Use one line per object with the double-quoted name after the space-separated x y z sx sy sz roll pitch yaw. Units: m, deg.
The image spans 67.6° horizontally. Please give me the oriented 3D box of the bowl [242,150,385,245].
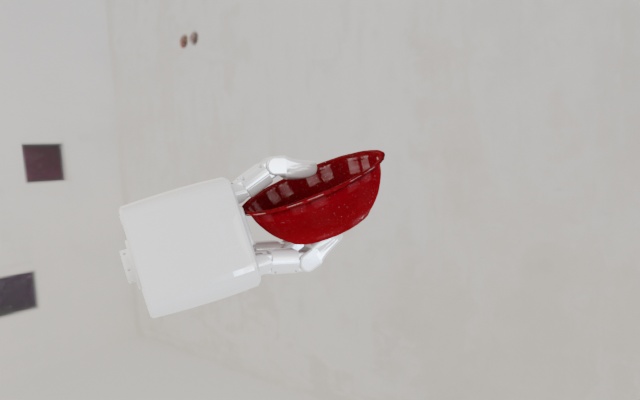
0.001 0.002 0.506 0.162 0.055 0.162 -21 13 5 "bowl"
